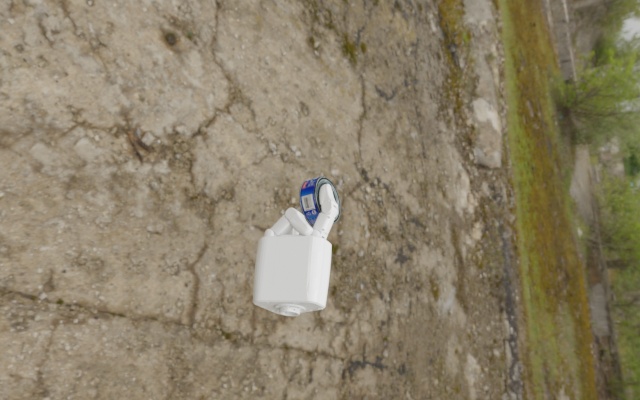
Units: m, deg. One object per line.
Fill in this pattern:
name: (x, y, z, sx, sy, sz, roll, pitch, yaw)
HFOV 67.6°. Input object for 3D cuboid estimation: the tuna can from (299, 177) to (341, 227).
tuna can: (0.001, 0.003, 0.828, 0.034, 0.086, 0.086, -15, -7, 29)
